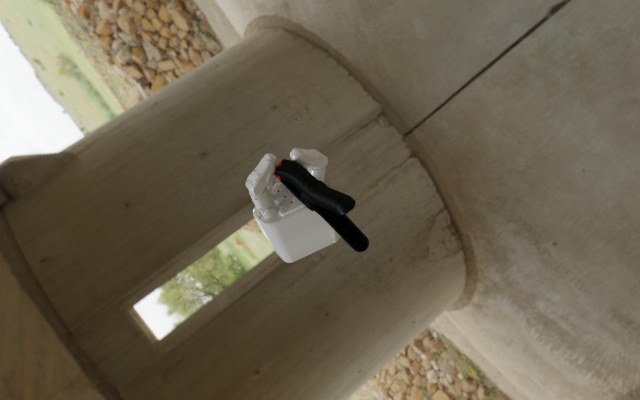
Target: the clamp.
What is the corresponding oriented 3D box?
[{"bbox_3d":[0.000,0.002,0.645,0.039,0.120,0.171,-38,47,-15],"label":"clamp"}]
